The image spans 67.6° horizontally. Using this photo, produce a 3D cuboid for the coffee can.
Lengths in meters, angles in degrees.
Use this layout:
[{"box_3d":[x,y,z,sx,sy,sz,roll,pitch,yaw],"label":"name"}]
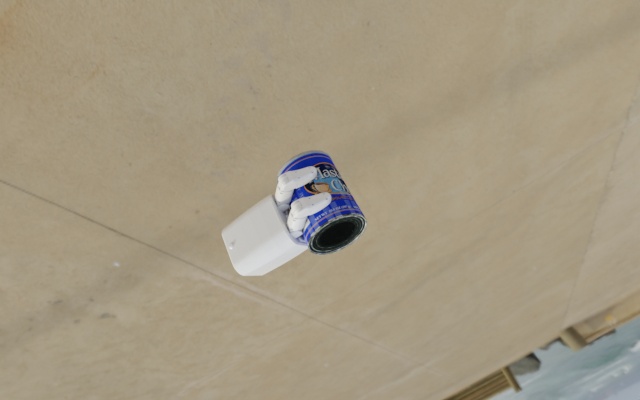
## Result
[{"box_3d":[0.000,0.002,0.781,0.103,0.140,0.103,-19,-33,-13],"label":"coffee can"}]
